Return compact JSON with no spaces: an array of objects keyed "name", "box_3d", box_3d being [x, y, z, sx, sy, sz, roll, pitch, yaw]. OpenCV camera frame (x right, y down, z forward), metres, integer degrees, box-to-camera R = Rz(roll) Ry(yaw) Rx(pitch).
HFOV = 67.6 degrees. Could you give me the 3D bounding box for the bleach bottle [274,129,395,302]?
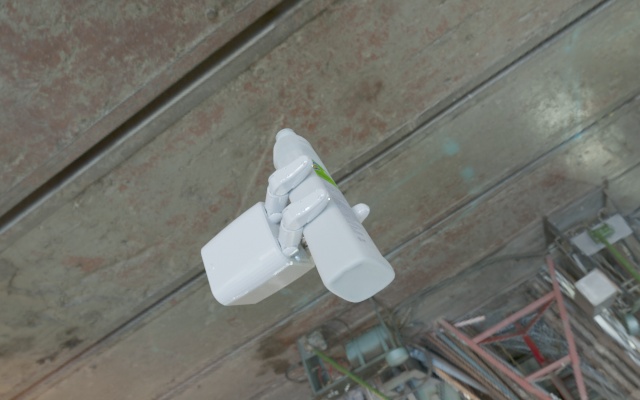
[{"name":"bleach bottle","box_3d":[0.000,0.002,0.610,0.068,0.250,0.103,-36,-37,12]}]
